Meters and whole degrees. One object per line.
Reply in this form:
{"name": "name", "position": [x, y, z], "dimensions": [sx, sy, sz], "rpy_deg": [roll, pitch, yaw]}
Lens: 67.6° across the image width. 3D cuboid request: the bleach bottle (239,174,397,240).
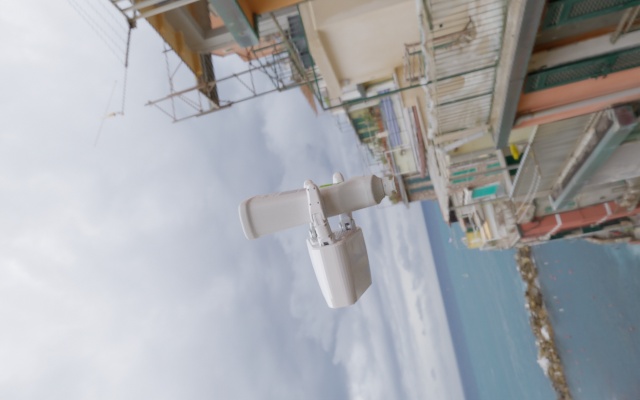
{"name": "bleach bottle", "position": [0.000, 0.003, 0.788], "dimensions": [0.251, 0.068, 0.102], "rpy_deg": [-13, 8, 11]}
